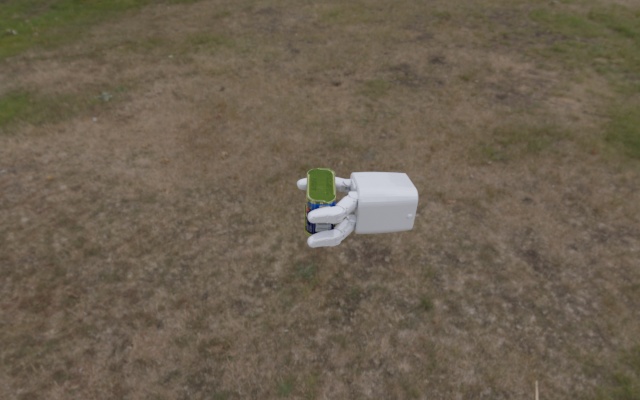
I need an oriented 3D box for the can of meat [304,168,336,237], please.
[{"bbox_3d":[0.000,0.002,0.857,0.057,0.084,0.102,1,40,-2],"label":"can of meat"}]
